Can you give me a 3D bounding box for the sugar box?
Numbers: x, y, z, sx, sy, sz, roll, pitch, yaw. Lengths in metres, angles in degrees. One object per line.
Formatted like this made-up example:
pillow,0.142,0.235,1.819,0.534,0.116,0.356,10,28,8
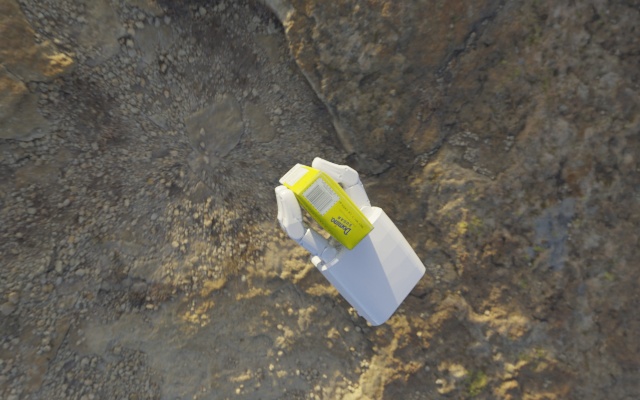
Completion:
sugar box,0.000,0.003,0.613,0.048,0.093,0.176,-43,12,-6
